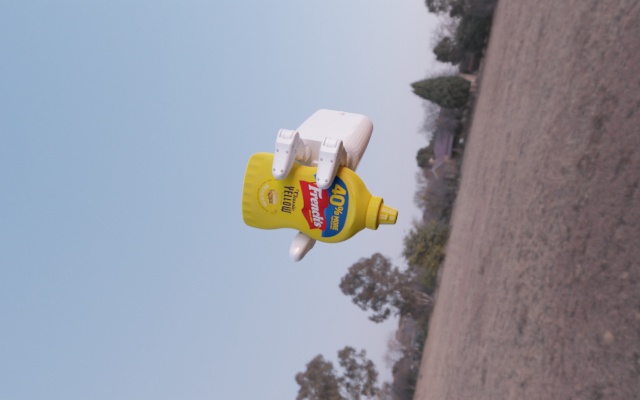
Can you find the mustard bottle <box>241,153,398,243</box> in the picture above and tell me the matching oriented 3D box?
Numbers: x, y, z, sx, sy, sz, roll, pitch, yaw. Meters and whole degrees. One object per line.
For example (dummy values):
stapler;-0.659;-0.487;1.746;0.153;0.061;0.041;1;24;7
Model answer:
mustard bottle;0.000;0.002;0.591;0.191;0.096;0.058;11;11;15
